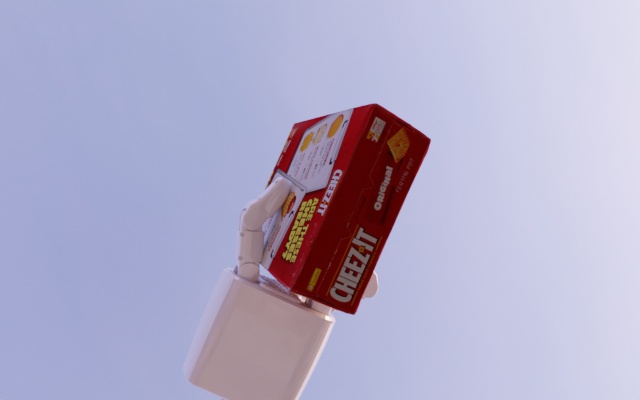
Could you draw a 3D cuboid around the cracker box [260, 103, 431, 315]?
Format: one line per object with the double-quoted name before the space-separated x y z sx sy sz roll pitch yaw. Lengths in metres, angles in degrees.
"cracker box" 0.000 0.001 0.478 0.072 0.164 0.213 26 -5 -21
